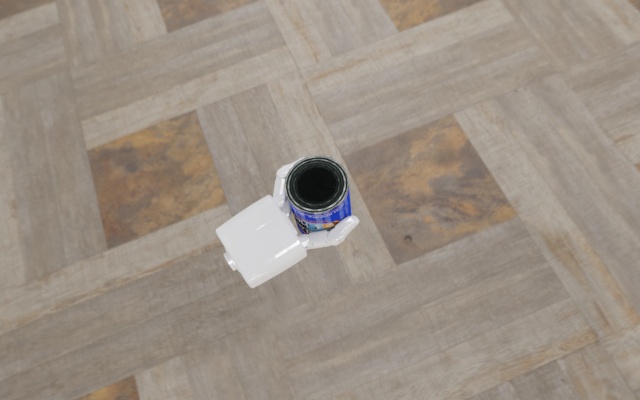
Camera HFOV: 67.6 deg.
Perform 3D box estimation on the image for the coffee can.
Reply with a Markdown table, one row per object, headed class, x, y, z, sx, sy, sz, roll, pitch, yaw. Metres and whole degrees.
| class | x | y | z | sx | sy | sz | roll | pitch | yaw |
| --- | --- | --- | --- | --- | --- | --- | --- | --- | --- |
| coffee can | 0.000 | 0.003 | 0.804 | 0.103 | 0.102 | 0.140 | 0 | -25 | 6 |
